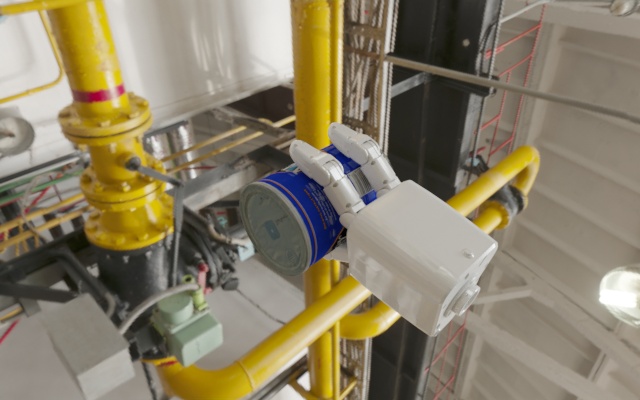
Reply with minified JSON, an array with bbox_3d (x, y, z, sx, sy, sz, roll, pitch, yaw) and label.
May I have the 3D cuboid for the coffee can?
[{"bbox_3d":[0.000,0.002,0.511,0.140,0.103,0.103,-31,19,-35],"label":"coffee can"}]
